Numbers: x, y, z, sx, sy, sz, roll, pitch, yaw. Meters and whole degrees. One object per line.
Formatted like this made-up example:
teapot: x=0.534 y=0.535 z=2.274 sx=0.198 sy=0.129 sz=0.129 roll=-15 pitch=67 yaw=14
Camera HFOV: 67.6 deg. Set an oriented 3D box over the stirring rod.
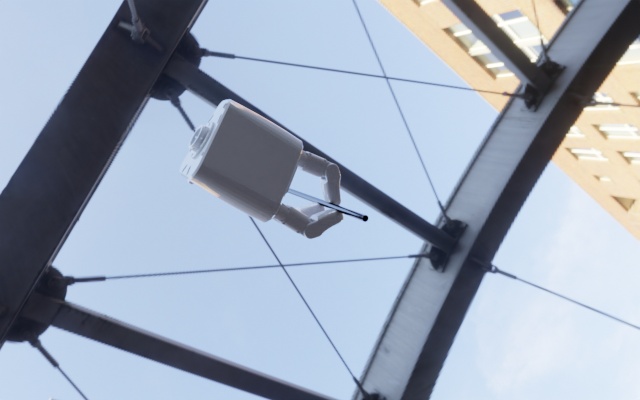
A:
stirring rod: x=0.000 y=0.002 z=0.650 sx=0.011 sy=0.011 sz=0.239 roll=0 pitch=9 yaw=-25
